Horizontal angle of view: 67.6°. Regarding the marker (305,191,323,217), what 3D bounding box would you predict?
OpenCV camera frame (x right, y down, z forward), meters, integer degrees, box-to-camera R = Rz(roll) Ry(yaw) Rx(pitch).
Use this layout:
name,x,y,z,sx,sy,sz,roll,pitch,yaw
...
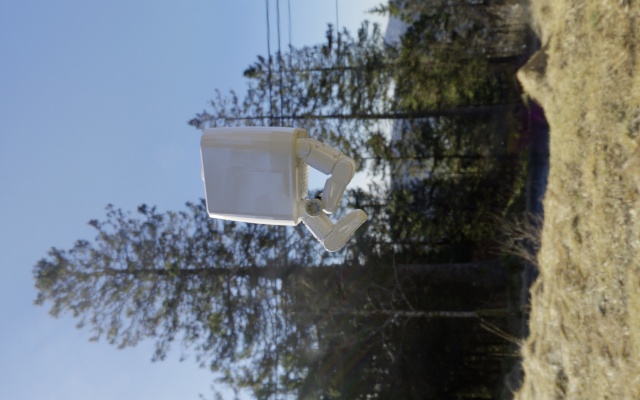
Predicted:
name,x,y,z,sx,sy,sz,roll,pitch,yaw
marker,0.000,0.002,0.565,0.020,0.020,0.121,0,6,7
